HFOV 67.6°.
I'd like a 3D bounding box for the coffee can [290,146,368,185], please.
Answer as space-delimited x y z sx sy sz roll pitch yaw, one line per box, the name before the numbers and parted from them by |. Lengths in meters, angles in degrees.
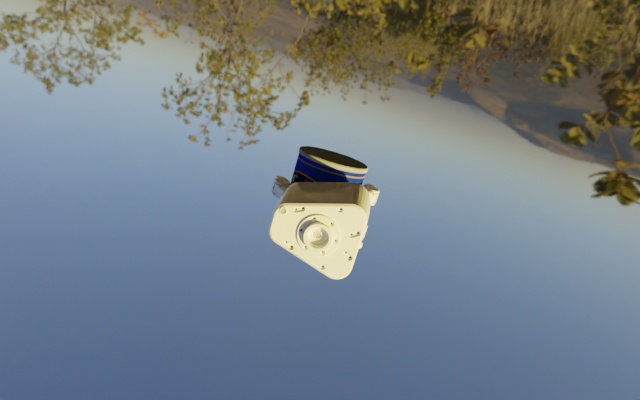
coffee can | 0.000 0.002 0.701 0.103 0.140 0.102 16 14 -4
